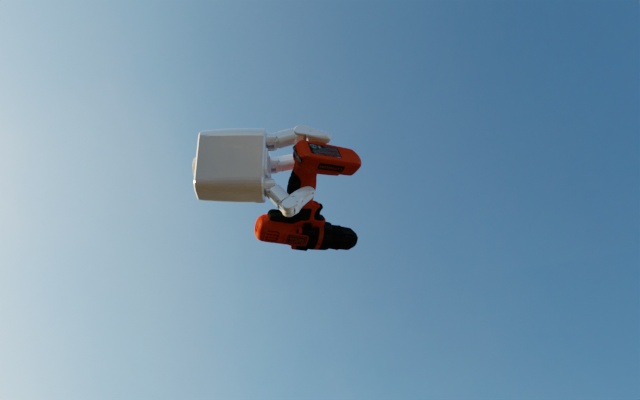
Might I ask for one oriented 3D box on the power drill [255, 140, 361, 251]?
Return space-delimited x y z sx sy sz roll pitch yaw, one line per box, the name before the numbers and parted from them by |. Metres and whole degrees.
power drill | 0.000 0.002 0.782 0.184 0.188 0.057 8 30 -22
